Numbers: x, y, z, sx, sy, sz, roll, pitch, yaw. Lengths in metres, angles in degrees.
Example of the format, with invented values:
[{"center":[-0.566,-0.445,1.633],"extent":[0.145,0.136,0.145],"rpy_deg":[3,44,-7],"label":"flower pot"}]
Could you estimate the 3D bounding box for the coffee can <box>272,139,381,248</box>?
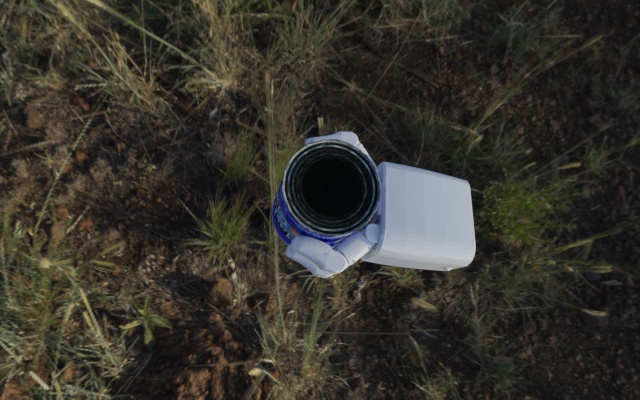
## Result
[{"center":[0.000,0.002,0.547],"extent":[0.103,0.102,0.140],"rpy_deg":[0,-13,-10],"label":"coffee can"}]
